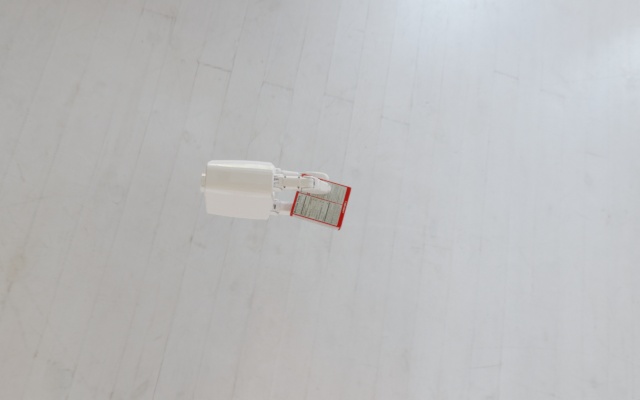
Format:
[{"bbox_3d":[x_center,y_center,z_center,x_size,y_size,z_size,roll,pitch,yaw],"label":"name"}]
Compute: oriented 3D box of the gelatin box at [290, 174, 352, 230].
[{"bbox_3d":[0.001,0.003,0.803,0.089,0.073,0.030,16,-14,-1],"label":"gelatin box"}]
